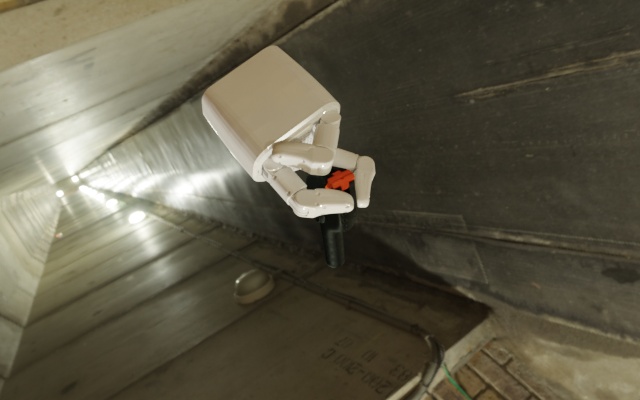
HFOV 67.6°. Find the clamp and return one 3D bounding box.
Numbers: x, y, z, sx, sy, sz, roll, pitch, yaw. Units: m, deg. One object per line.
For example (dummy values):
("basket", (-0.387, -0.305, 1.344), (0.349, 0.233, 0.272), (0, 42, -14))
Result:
("clamp", (0.000, 0.002, 0.563), (0.039, 0.120, 0.172), (-33, -21, -25))
